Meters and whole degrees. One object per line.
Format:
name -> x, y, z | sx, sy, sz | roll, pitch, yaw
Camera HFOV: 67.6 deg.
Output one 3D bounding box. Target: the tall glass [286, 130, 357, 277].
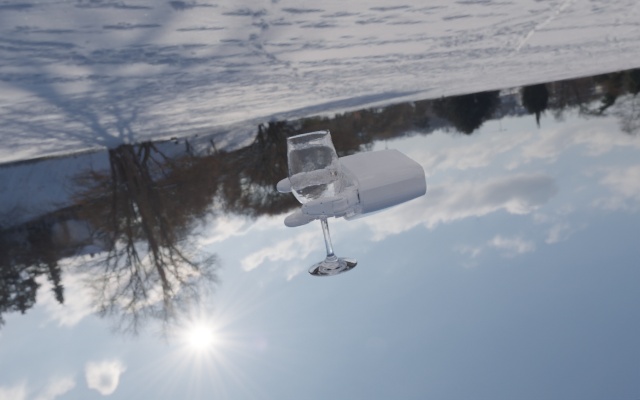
tall glass -> 0.000, 0.003, 0.689 | 0.079, 0.201, 0.079 | -11, 10, 2
